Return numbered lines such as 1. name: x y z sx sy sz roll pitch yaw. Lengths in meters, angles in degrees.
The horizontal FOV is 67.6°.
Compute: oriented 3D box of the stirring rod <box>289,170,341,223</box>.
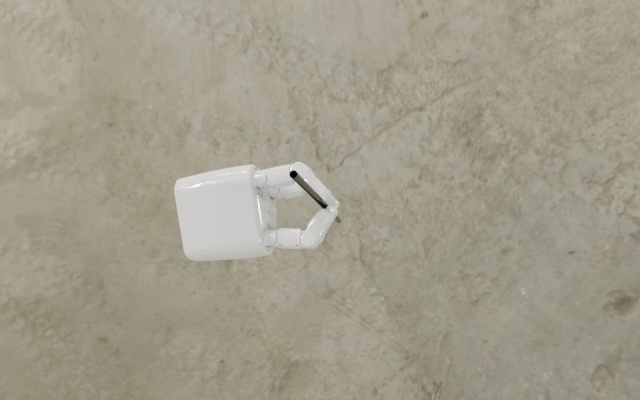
1. stirring rod: 0.000 0.002 0.570 0.011 0.011 0.239 0 -13 13
